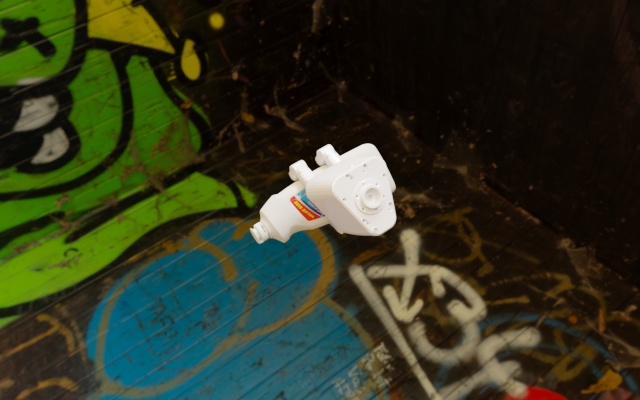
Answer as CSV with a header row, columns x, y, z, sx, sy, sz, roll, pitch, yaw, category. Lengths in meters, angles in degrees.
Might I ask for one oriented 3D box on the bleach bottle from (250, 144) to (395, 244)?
x,y,z,sx,sy,sz,roll,pitch,yaw,category
0.000,0.003,0.806,0.251,0.102,0.068,-31,10,-17,bleach bottle
